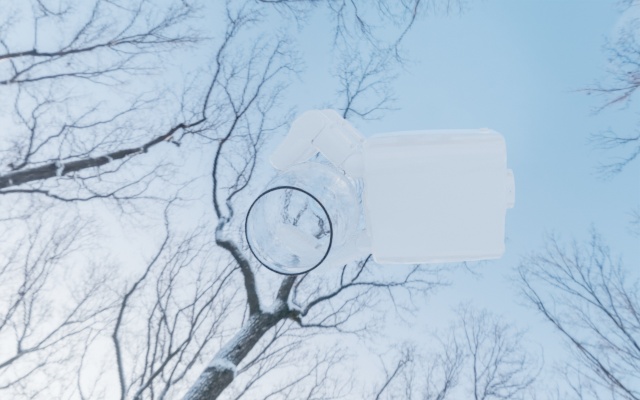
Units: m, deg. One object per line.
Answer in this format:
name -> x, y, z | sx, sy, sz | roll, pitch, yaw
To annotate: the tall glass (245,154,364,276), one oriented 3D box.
tall glass -> 0.000, 0.001, 0.411 | 0.079, 0.079, 0.201 | 0, 11, 13
